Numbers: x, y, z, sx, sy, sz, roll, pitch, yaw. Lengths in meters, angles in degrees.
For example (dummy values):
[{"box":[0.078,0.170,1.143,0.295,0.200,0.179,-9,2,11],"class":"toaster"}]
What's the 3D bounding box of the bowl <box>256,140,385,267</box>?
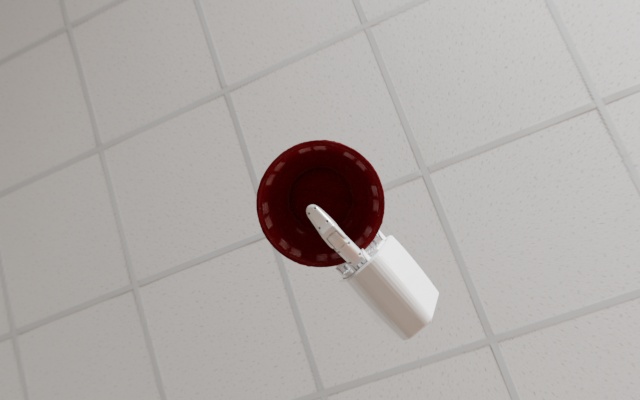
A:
[{"box":[-0.001,0.001,0.622,0.162,0.162,0.055,0,9,0],"class":"bowl"}]
